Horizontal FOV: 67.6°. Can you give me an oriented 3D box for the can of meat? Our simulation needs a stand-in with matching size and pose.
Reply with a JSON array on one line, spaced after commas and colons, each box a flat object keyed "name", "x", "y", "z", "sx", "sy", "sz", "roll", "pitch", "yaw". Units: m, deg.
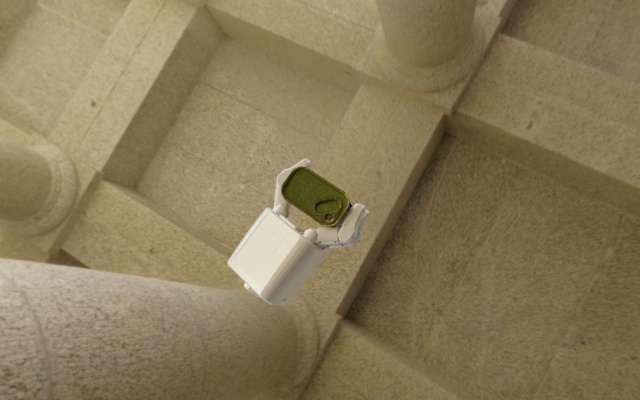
[{"name": "can of meat", "x": 0.000, "y": 0.002, "z": 0.720, "sx": 0.102, "sy": 0.057, "sz": 0.084, "roll": 34, "pitch": -4, "yaw": 17}]
